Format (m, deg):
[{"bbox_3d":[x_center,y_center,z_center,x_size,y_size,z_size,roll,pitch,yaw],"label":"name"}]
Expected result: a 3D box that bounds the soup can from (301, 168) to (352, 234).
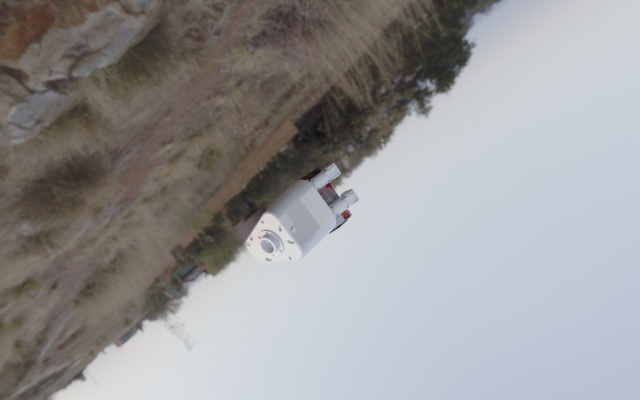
[{"bbox_3d":[0.000,0.003,0.842,0.068,0.102,0.068,-35,8,6],"label":"soup can"}]
